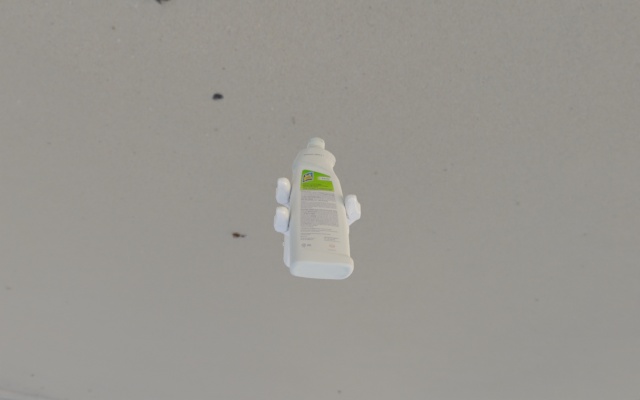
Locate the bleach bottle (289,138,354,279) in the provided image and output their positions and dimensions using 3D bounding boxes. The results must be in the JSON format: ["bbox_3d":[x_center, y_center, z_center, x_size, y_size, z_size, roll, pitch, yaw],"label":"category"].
[{"bbox_3d":[0.000,0.003,0.803,0.102,0.250,0.068,5,-31,-8],"label":"bleach bottle"}]
